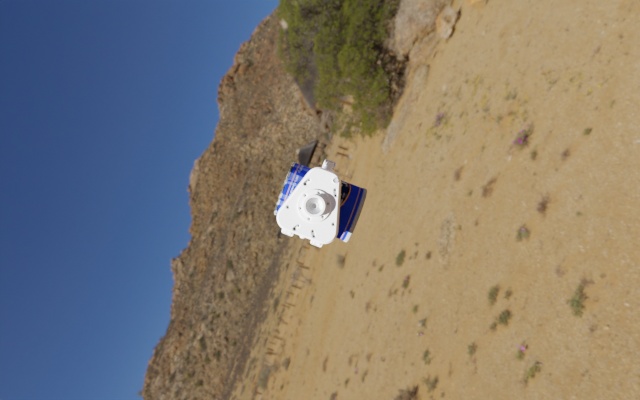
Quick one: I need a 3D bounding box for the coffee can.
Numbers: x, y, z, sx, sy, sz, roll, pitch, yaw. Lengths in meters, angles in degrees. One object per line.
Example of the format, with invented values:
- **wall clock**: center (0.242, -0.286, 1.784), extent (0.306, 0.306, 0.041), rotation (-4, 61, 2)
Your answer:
- **coffee can**: center (0.000, 0.003, 0.858), extent (0.140, 0.103, 0.103), rotation (21, 0, -1)
